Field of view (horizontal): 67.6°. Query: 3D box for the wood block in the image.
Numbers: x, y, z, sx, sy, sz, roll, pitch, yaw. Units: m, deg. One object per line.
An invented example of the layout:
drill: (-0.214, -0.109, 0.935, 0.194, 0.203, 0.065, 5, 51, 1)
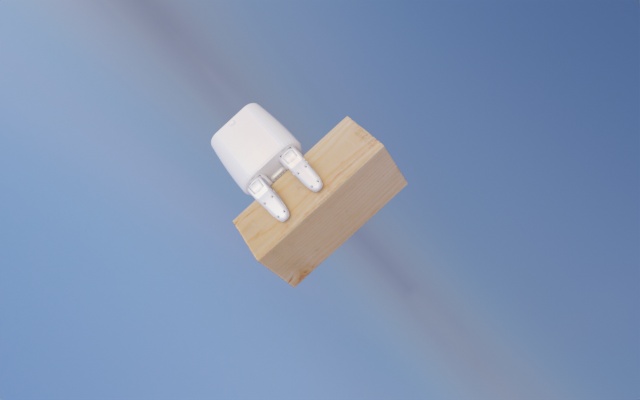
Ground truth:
wood block: (0.000, 0.002, 0.633, 0.090, 0.206, 0.091, 48, 1, 44)
